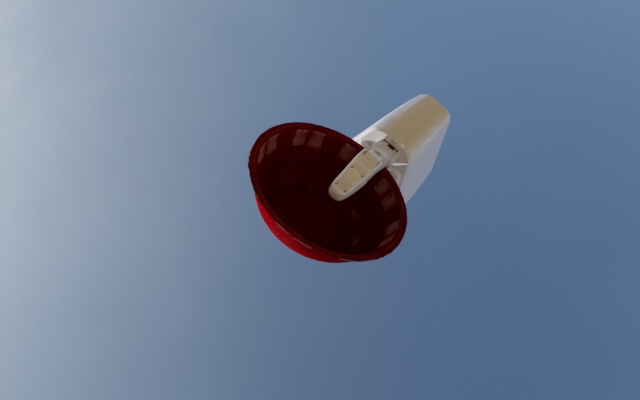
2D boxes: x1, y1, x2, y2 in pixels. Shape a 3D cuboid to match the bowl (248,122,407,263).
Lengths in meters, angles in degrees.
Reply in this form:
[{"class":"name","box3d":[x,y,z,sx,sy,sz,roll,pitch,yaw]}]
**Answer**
[{"class":"bowl","box3d":[-0.001,0.002,0.454,0.162,0.162,0.055,0,-37,-33]}]
